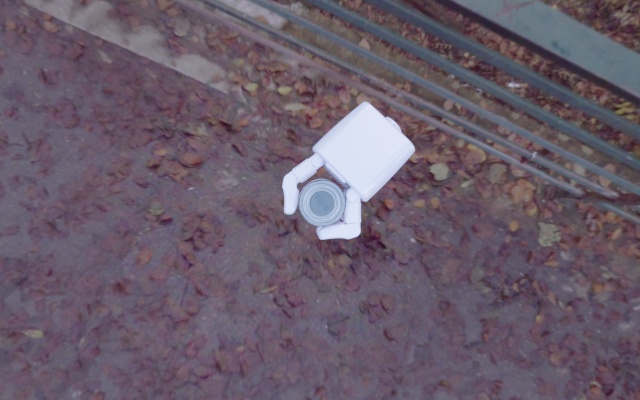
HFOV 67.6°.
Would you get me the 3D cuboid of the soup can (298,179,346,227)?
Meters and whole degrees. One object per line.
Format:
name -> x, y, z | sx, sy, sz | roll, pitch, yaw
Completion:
soup can -> 0.000, 0.003, 0.712 | 0.068, 0.068, 0.102 | 0, 2, -3
